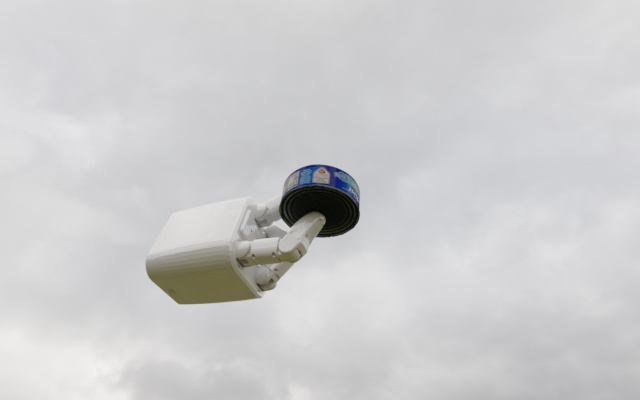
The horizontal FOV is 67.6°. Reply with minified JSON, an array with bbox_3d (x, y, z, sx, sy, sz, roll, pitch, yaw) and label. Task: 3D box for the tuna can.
[{"bbox_3d":[0.000,0.001,0.513,0.086,0.033,0.086,4,-41,3],"label":"tuna can"}]
